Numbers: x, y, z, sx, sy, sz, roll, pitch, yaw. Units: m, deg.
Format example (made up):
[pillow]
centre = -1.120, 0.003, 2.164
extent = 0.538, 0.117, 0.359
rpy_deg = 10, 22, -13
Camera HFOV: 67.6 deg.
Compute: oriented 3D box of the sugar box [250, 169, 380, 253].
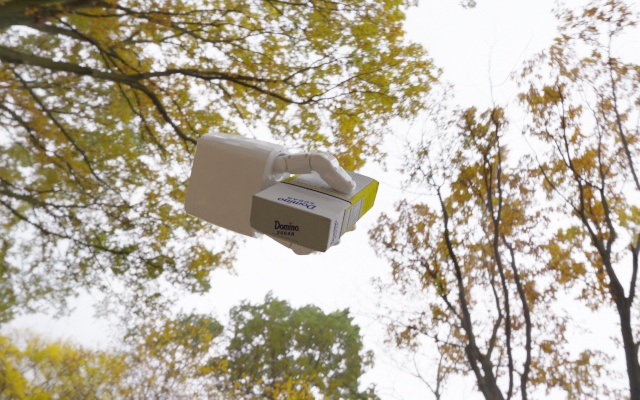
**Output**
[sugar box]
centre = 0.000, 0.002, 0.567
extent = 0.093, 0.048, 0.176
rpy_deg = 17, 24, 19
